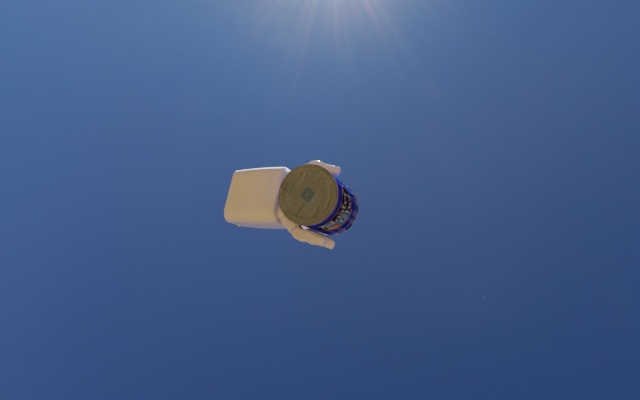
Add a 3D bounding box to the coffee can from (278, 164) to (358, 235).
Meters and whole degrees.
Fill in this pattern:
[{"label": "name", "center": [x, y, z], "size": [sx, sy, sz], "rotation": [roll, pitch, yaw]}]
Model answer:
[{"label": "coffee can", "center": [0.000, 0.003, 0.839], "size": [0.103, 0.102, 0.140], "rotation": [0, -11, 19]}]
